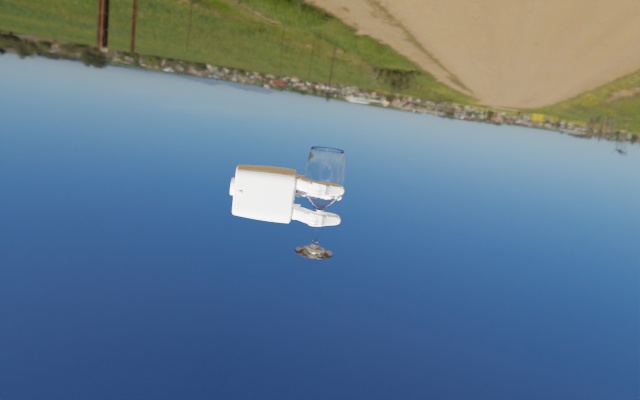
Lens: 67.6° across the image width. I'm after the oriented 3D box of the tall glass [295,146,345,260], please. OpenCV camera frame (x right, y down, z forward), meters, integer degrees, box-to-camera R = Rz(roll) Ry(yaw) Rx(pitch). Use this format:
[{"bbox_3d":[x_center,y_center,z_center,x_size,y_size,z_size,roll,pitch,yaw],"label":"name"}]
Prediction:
[{"bbox_3d":[0.000,0.004,0.890,0.079,0.201,0.079,8,12,-2],"label":"tall glass"}]
